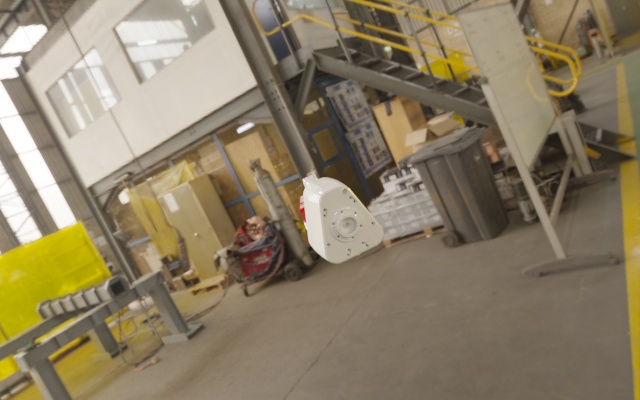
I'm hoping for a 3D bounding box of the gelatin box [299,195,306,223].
[{"bbox_3d":[0.000,0.002,0.858,0.073,0.030,0.089,-22,16,5],"label":"gelatin box"}]
